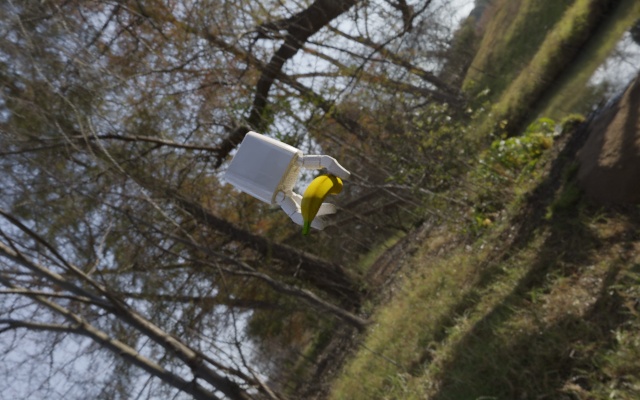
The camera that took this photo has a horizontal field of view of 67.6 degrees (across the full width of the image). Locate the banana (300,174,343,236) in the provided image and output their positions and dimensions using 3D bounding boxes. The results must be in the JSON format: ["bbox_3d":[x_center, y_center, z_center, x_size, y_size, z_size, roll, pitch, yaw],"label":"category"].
[{"bbox_3d":[0.002,-0.012,0.848,0.037,0.070,0.197,19,29,13],"label":"banana"}]
